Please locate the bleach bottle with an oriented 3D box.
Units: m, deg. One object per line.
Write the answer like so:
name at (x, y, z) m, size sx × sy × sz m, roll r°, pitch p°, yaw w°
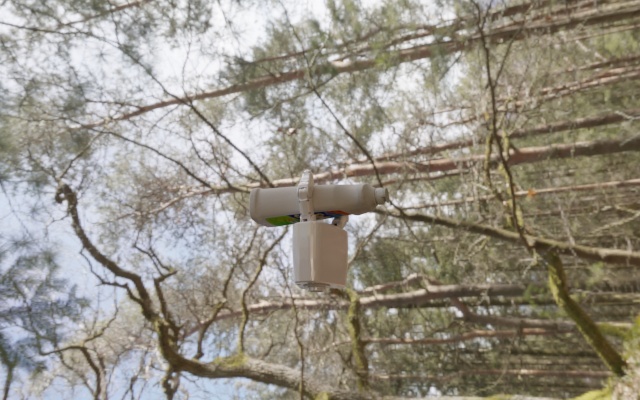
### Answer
bleach bottle at (0.000, 0.003, 0.891) m, size 0.251 × 0.068 × 0.102 m, roll -7°, pitch -18°, yaw 21°
